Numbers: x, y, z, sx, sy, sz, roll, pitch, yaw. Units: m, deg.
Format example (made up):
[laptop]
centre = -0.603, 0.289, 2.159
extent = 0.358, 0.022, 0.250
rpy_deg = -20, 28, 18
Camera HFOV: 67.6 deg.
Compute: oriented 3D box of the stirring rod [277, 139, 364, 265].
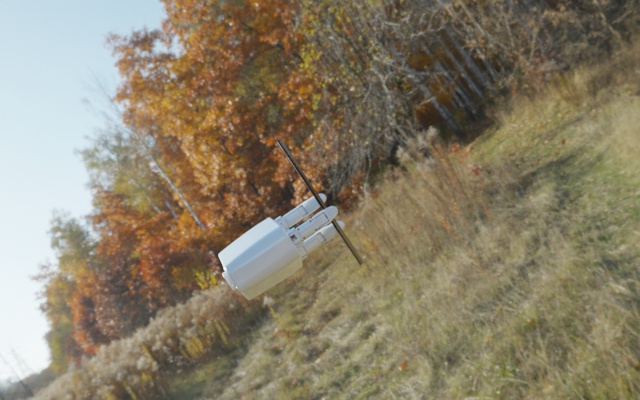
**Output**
[stirring rod]
centre = 0.000, 0.003, 0.772
extent = 0.011, 0.239, 0.011
rpy_deg = -34, 0, 0
